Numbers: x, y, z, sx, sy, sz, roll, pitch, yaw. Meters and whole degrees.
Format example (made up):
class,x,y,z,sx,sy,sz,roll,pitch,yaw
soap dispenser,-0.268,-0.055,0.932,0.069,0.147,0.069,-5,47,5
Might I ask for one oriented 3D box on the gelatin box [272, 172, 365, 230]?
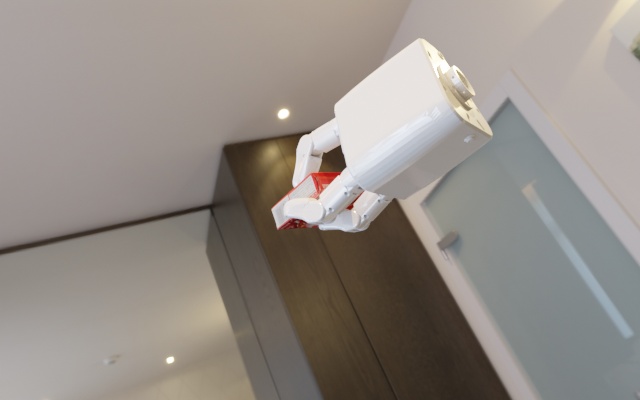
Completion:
class,x,y,z,sx,sy,sz,roll,pitch,yaw
gelatin box,0.000,0.001,0.530,0.073,0.030,0.089,-1,-26,-39
